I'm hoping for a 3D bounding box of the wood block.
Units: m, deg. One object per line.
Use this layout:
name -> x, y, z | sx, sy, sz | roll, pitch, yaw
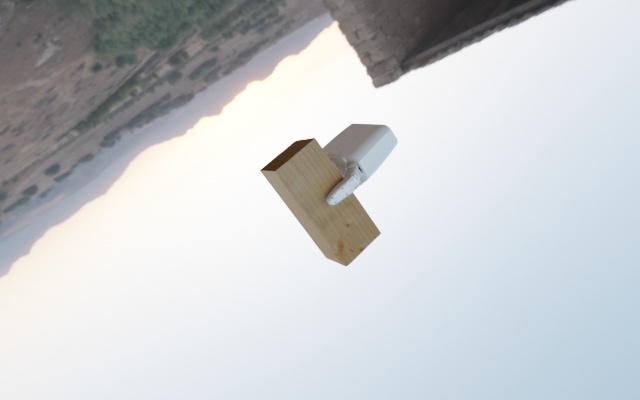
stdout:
wood block -> 0.001, 0.003, 0.824 | 0.090, 0.206, 0.091 | -42, 18, -16
